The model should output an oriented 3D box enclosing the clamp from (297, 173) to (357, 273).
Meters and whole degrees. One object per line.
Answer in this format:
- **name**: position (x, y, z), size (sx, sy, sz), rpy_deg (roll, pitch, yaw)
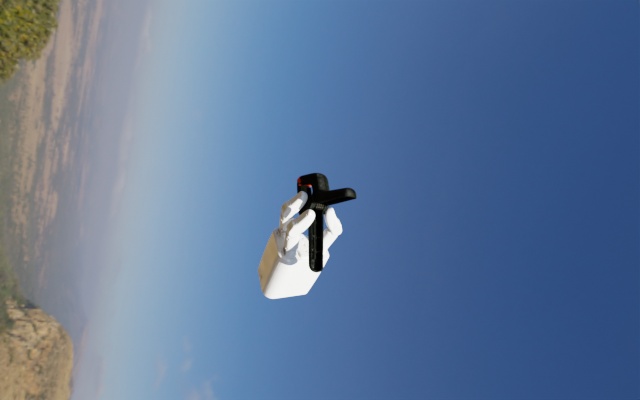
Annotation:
- **clamp**: position (0.001, 0.003, 0.863), size (0.036, 0.165, 0.209), rpy_deg (14, 31, -25)
